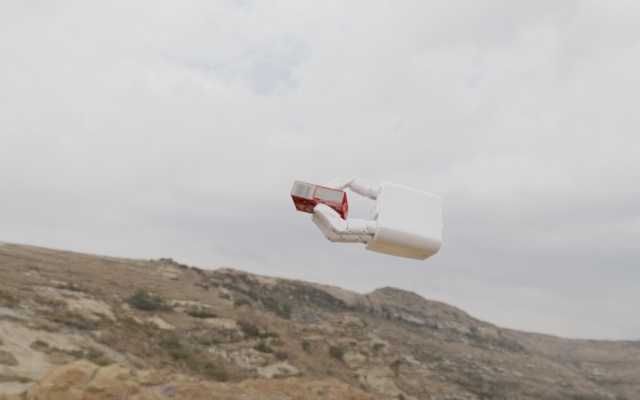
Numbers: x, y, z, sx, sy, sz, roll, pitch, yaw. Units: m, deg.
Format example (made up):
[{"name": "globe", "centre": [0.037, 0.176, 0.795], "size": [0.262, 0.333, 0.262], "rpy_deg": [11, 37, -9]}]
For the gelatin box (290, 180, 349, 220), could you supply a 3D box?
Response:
[{"name": "gelatin box", "centre": [0.000, 0.002, 0.785], "size": [0.089, 0.030, 0.073], "rpy_deg": [13, -19, 10]}]
